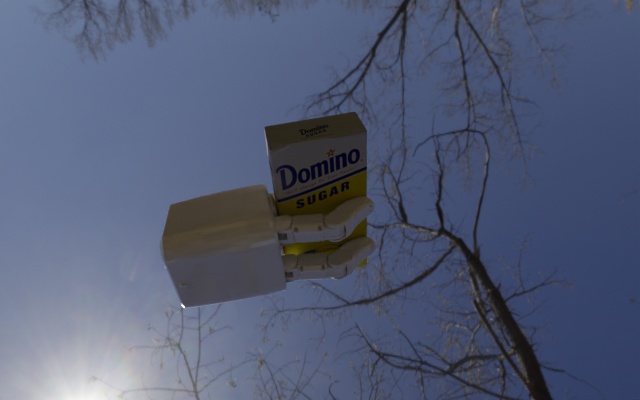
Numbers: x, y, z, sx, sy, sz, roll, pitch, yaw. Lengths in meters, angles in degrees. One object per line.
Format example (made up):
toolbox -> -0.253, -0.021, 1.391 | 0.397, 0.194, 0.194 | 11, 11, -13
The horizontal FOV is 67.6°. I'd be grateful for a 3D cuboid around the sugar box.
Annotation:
sugar box -> 0.000, 0.002, 0.493 | 0.093, 0.176, 0.048 | -11, 41, -8
